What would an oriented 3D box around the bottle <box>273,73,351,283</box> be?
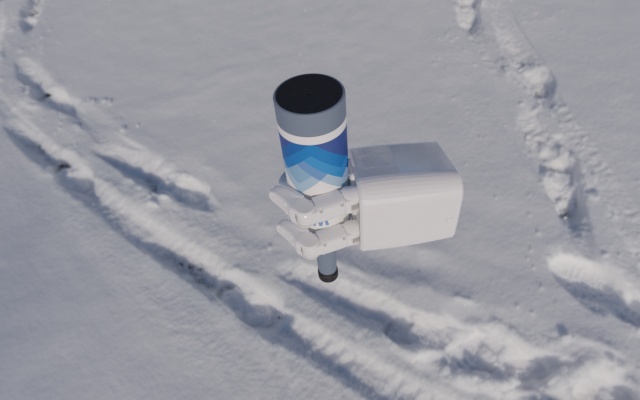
[{"bbox_3d":[0.000,0.002,0.541,0.069,0.069,0.296,0,-42,6],"label":"bottle"}]
